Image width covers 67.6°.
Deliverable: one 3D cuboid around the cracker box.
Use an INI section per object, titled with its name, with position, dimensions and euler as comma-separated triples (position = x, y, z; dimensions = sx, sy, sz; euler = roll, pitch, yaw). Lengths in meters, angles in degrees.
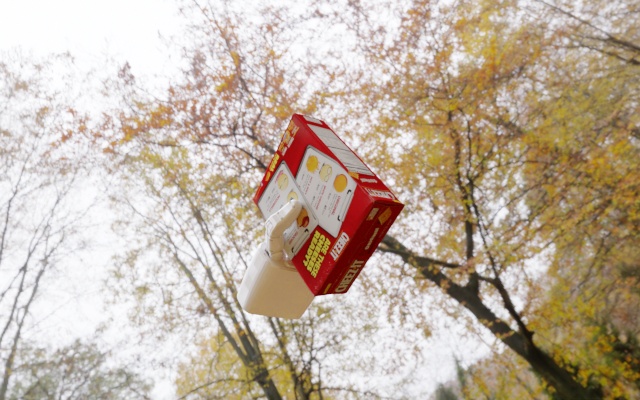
[cracker box]
position = 0.000, 0.002, 0.683
dimensions = 0.072, 0.164, 0.213
euler = 5, 35, -41
